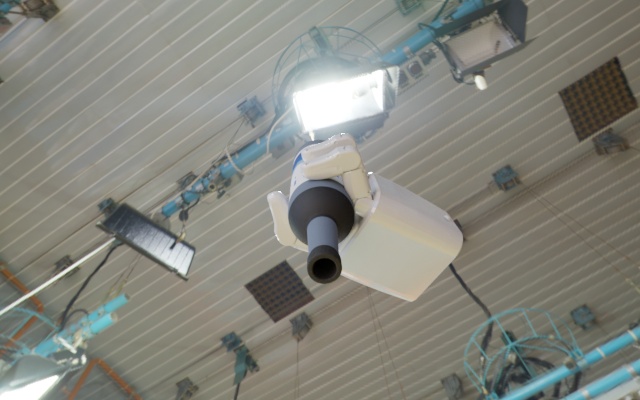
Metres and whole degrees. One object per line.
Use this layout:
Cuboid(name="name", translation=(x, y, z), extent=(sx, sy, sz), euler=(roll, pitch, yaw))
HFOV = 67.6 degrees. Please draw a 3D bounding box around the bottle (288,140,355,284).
Cuboid(name="bottle", translation=(0.000, 0.002, 0.506), extent=(0.069, 0.069, 0.295), euler=(0, 20, -1))
